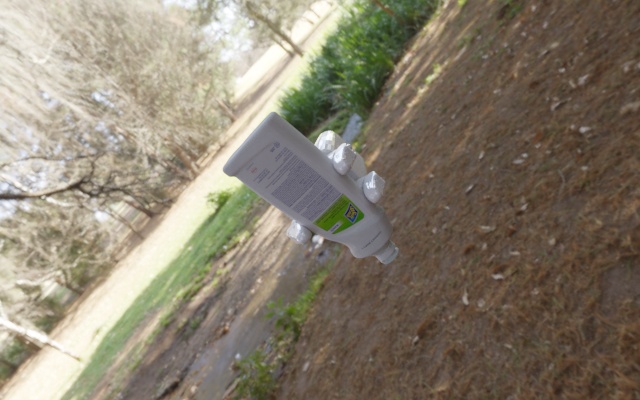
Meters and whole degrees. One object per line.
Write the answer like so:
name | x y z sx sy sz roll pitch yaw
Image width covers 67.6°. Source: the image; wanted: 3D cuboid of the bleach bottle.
bleach bottle | 0.000 0.002 0.629 0.102 0.251 0.068 -43 15 21
